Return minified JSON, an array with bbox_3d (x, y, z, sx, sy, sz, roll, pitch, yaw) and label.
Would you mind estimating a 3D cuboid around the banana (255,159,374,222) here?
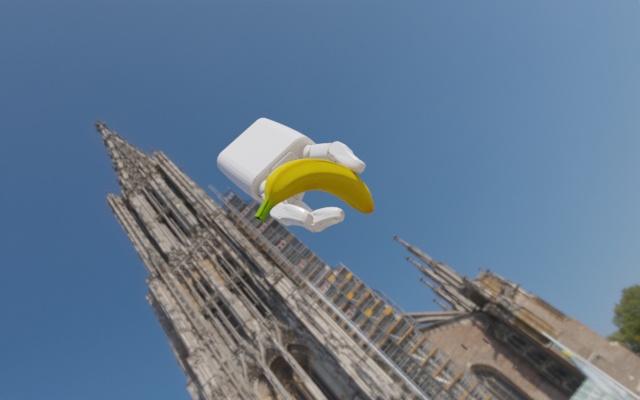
[{"bbox_3d":[0.002,-0.016,0.575,0.198,0.070,0.037,-1,21,-44],"label":"banana"}]
